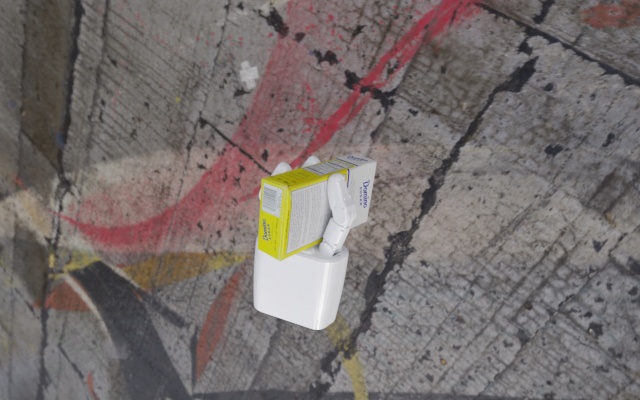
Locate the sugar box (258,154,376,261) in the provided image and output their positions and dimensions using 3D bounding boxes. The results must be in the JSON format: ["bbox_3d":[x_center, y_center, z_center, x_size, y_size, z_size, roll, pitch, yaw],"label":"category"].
[{"bbox_3d":[0.000,0.002,0.599,0.048,0.093,0.176,22,26,32],"label":"sugar box"}]
